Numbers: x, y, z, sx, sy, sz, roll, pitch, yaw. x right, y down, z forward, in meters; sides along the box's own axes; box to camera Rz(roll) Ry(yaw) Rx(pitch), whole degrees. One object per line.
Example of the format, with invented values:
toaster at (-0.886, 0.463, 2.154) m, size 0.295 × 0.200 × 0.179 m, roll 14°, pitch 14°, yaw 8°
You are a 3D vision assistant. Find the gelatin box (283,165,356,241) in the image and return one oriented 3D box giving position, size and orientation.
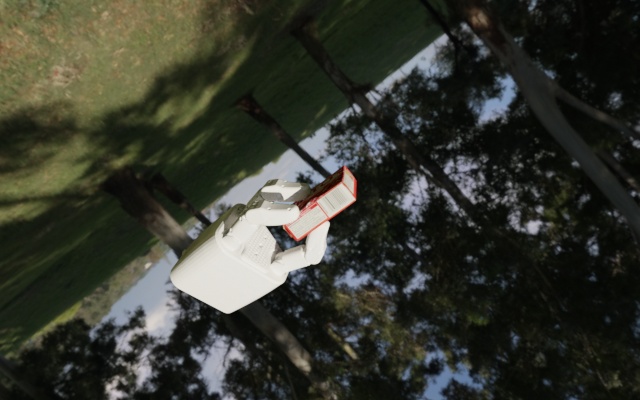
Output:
gelatin box at (0.001, 0.002, 0.570) m, size 0.089 × 0.030 × 0.073 m, roll -36°, pitch 12°, yaw 15°
